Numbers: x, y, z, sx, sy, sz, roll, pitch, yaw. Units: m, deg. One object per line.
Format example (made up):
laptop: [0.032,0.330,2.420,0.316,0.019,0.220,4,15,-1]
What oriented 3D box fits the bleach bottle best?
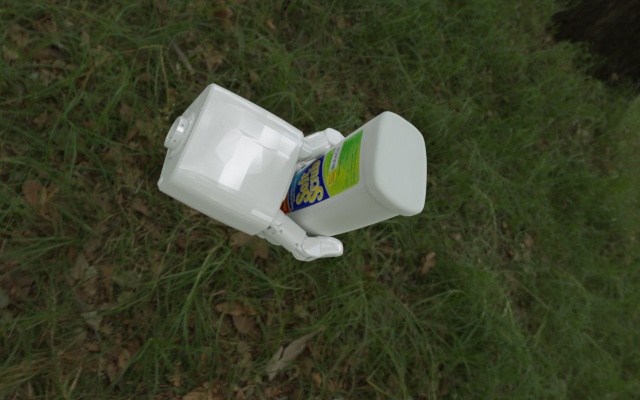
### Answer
bleach bottle: [0.000,0.002,0.526,0.068,0.102,0.251,28,-35,-28]
